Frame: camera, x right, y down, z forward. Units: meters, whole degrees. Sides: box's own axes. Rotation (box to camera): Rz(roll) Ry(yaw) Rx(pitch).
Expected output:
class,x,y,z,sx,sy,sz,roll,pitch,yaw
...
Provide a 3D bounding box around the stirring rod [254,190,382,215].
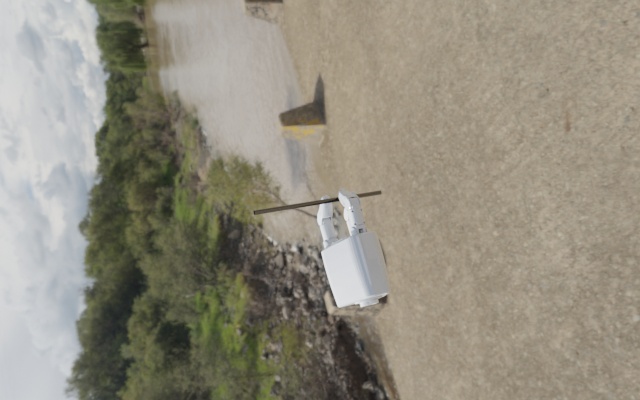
class,x,y,z,sx,sy,sz,roll,pitch,yaw
stirring rod,0.000,0.003,0.842,0.239,0.011,0.011,-9,3,-21
